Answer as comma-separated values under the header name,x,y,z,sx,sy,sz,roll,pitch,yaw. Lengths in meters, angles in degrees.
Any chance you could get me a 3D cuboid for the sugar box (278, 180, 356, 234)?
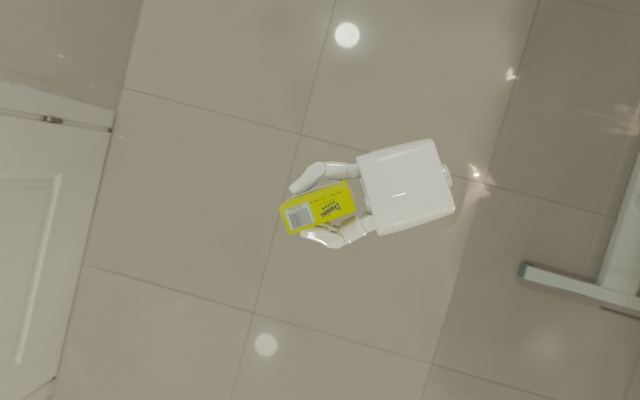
name,x,y,z,sx,sy,sz,roll,pitch,yaw
sugar box,0.000,0.003,0.678,0.093,0.048,0.176,-19,2,5
